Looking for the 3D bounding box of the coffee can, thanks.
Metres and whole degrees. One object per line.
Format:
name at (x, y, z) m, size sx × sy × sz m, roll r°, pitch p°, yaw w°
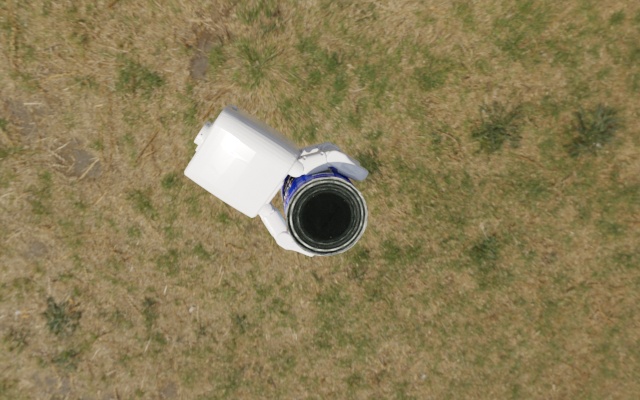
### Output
coffee can at (0.000, 0.002, 0.650) m, size 0.103 × 0.103 × 0.140 m, roll 0°, pitch 15°, yaw -7°
